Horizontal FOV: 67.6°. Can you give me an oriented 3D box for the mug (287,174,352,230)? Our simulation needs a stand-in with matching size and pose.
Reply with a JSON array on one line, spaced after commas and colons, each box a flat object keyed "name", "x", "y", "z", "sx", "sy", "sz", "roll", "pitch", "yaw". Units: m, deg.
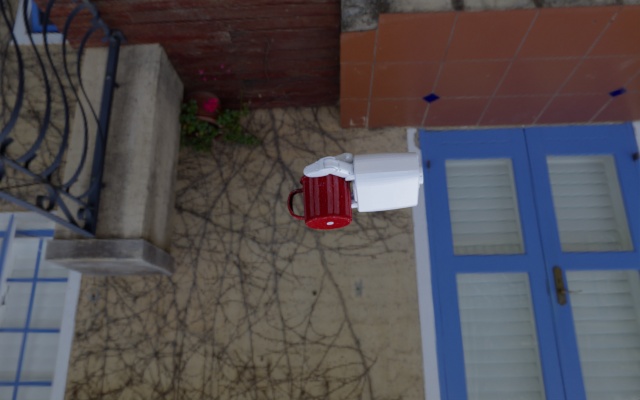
[{"name": "mug", "x": -0.001, "y": 0.003, "z": 0.821, "sx": 0.117, "sy": 0.081, "sz": 0.093, "roll": -6, "pitch": -18, "yaw": 8}]
